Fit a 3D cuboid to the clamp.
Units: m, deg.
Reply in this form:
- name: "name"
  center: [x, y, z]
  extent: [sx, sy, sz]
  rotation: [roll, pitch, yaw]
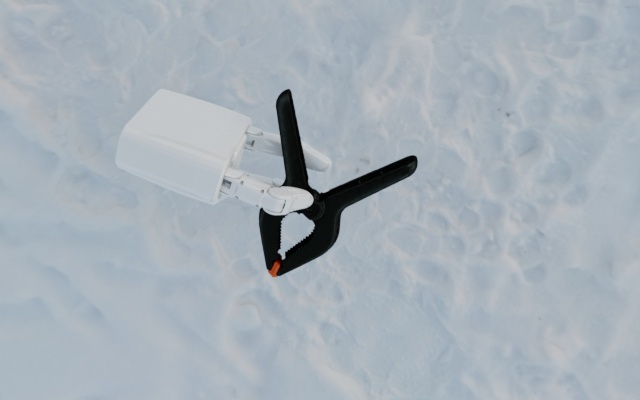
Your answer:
- name: "clamp"
  center: [0.000, 0.002, 0.535]
  extent: [0.164, 0.210, 0.036]
  rotation: [21, 21, -3]
